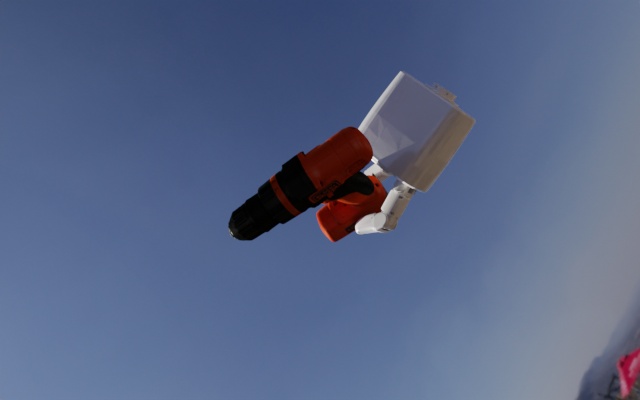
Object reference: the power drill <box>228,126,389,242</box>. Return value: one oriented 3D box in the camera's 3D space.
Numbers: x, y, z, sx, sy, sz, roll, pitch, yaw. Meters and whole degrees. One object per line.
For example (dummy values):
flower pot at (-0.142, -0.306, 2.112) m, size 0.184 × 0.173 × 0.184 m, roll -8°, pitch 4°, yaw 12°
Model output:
power drill at (0.000, 0.002, 0.583) m, size 0.184 × 0.057 × 0.188 m, roll -33°, pitch -22°, yaw 12°
